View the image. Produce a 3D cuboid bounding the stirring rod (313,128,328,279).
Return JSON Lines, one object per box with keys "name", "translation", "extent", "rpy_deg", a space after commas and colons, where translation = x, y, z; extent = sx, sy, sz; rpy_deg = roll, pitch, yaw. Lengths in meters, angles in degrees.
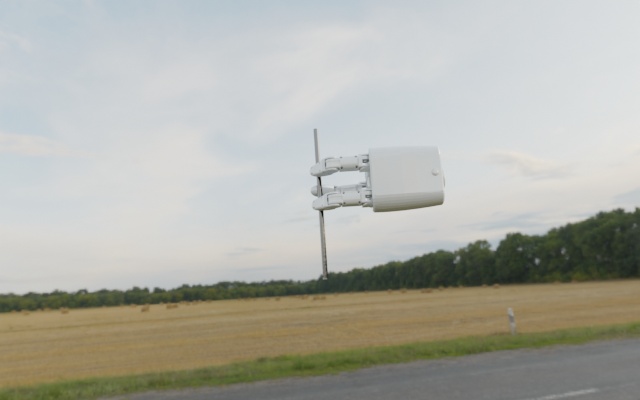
{"name": "stirring rod", "translation": [0.000, 0.003, 0.751], "extent": [0.011, 0.239, 0.011], "rpy_deg": [-4, -11, -1]}
